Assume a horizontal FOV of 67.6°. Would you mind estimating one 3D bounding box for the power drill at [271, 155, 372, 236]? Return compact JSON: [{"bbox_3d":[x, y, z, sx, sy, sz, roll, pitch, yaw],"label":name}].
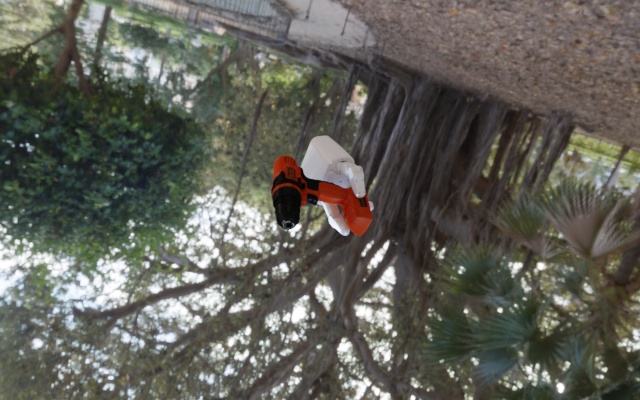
[{"bbox_3d":[0.000,0.003,0.873,0.188,0.057,0.184,19,36,-21],"label":"power drill"}]
